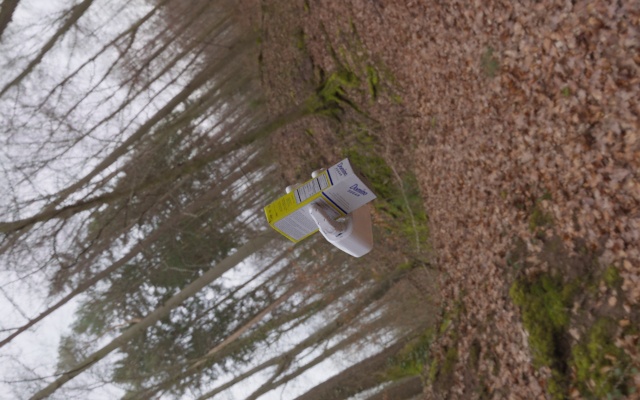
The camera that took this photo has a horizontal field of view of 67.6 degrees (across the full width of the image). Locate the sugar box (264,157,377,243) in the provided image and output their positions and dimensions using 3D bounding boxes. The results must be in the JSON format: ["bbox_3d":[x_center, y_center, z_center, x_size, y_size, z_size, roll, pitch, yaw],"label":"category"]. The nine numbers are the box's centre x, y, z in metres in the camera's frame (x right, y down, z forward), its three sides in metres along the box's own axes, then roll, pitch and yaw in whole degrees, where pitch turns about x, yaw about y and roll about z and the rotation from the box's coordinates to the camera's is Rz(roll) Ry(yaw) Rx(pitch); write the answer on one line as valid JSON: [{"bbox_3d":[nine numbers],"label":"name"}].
[{"bbox_3d":[0.000,0.002,0.833,0.176,0.048,0.093,-32,-38,14],"label":"sugar box"}]
